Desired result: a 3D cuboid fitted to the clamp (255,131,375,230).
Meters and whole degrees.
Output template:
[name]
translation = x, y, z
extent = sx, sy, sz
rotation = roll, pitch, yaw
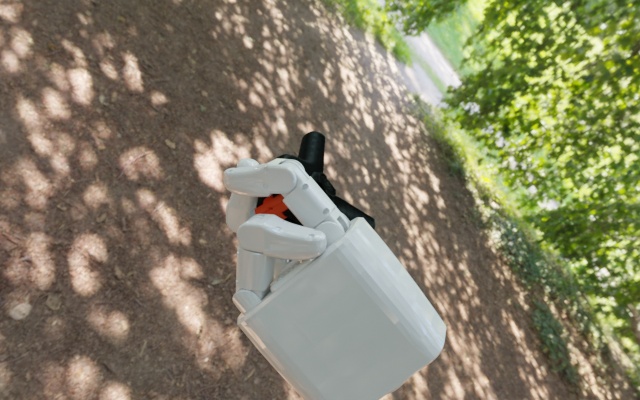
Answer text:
[clamp]
translation = 0.000, 0.001, 0.426
extent = 0.039, 0.120, 0.171
rotation = -38, 3, 26
